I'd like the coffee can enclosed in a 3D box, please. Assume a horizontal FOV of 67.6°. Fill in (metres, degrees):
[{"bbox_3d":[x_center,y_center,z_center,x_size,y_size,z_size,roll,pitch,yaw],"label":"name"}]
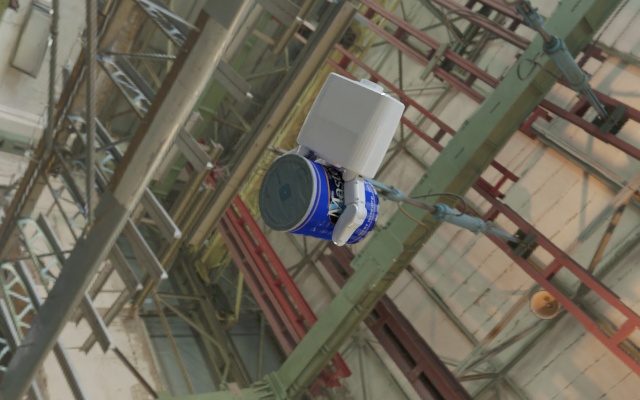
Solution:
[{"bbox_3d":[0.000,0.002,0.664,0.103,0.103,0.140,0,-11,43],"label":"coffee can"}]
